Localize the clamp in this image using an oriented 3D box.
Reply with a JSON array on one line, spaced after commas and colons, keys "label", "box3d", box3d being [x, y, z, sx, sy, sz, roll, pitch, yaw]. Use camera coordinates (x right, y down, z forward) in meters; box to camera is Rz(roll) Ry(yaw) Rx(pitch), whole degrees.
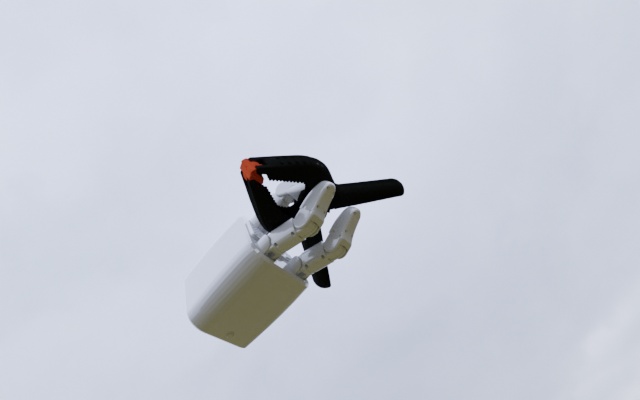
[{"label": "clamp", "box3d": [-0.001, 0.001, 0.536, 0.210, 0.164, 0.036, 41, 2, -43]}]
